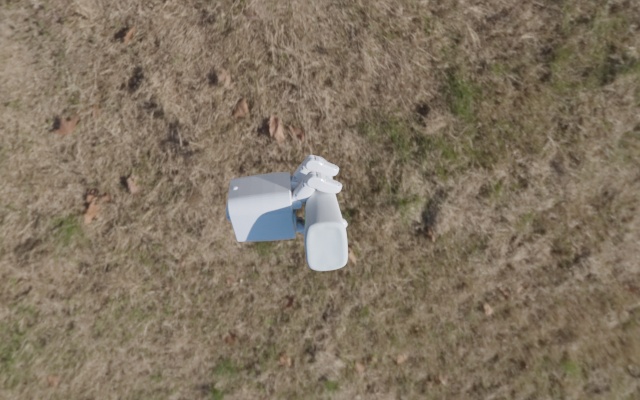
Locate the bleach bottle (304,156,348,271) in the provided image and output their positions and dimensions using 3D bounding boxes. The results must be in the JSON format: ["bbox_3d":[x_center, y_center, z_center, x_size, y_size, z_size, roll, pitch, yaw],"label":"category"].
[{"bbox_3d":[0.000,0.003,0.844,0.068,0.103,0.250,-5,35,-2],"label":"bleach bottle"}]
